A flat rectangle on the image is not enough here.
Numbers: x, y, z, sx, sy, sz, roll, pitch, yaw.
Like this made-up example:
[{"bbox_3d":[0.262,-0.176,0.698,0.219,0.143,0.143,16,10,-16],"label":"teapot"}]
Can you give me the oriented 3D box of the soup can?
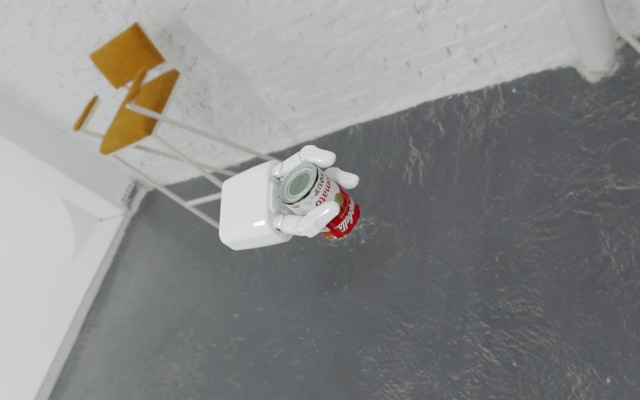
[{"bbox_3d":[0.000,0.002,0.659,0.068,0.068,0.102,0,-32,45],"label":"soup can"}]
